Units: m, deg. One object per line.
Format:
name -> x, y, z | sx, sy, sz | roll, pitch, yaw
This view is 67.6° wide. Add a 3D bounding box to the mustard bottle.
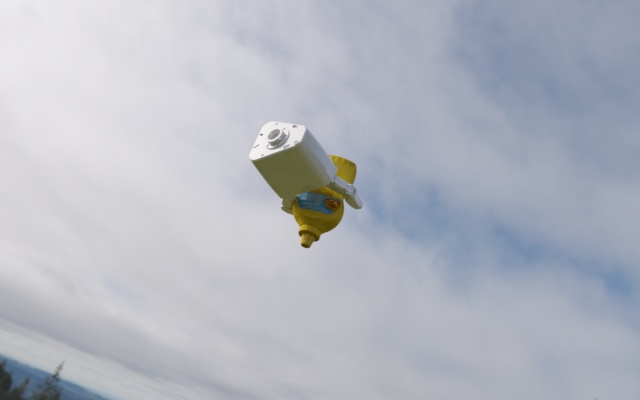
mustard bottle -> 0.000, 0.003, 0.893 | 0.096, 0.191, 0.058 | 13, -31, 11
